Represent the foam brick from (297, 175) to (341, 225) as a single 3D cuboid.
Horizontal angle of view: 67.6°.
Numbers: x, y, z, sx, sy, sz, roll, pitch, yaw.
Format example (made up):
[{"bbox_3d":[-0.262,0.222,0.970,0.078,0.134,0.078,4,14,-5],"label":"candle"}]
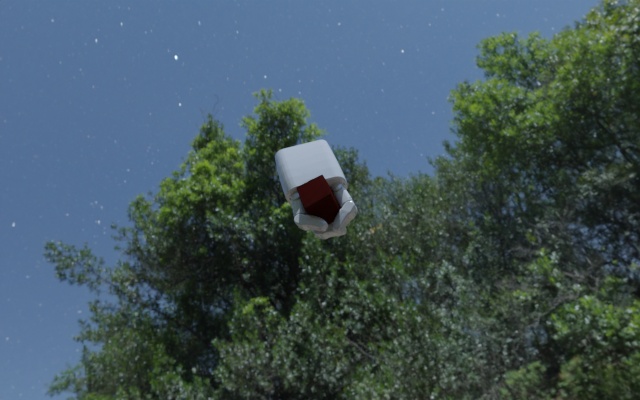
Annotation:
[{"bbox_3d":[0.000,0.003,0.836,0.053,0.051,0.078,-26,-36,5],"label":"foam brick"}]
